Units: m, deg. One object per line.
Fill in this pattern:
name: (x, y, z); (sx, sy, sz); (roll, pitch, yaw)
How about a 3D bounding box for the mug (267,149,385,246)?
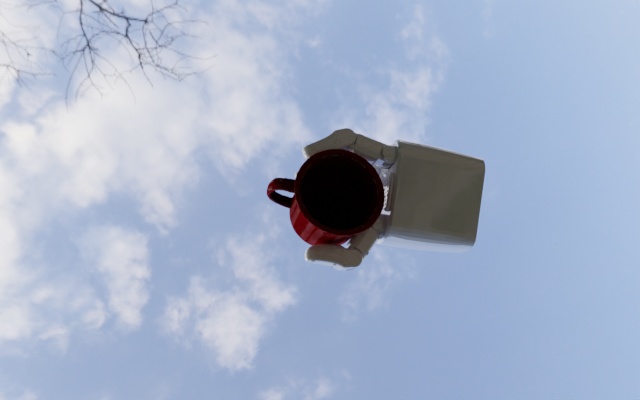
mug: (-0.001, 0.002, 0.510); (0.117, 0.093, 0.081); (10, -22, -9)
